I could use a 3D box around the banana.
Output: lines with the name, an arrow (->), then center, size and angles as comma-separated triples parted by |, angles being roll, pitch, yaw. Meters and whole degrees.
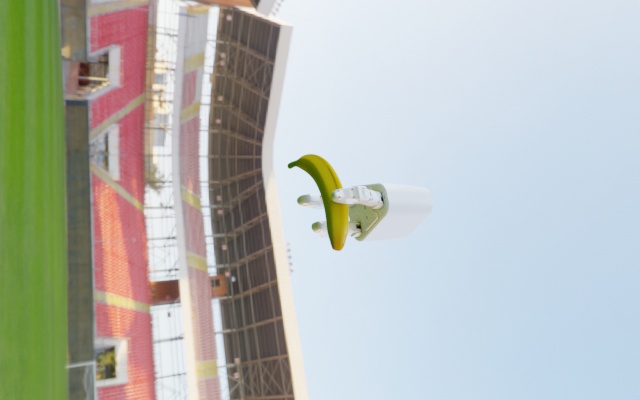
banana -> 0.008, -0.013, 0.766 | 0.037, 0.197, 0.070 | 5, -47, -37
